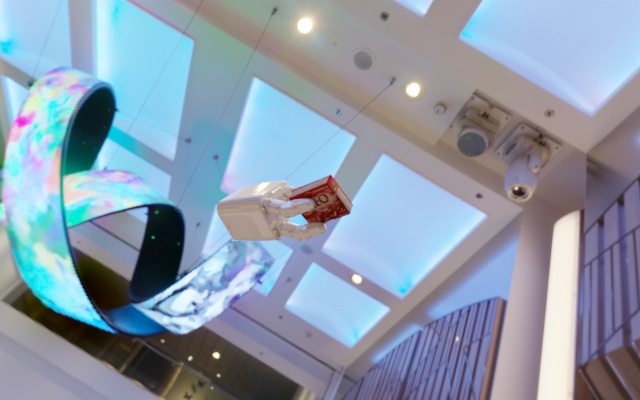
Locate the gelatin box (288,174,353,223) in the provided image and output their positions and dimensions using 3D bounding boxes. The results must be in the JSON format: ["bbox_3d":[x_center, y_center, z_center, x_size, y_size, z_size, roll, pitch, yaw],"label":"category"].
[{"bbox_3d":[0.001,0.002,0.831,0.089,0.073,0.030,-21,28,32],"label":"gelatin box"}]
